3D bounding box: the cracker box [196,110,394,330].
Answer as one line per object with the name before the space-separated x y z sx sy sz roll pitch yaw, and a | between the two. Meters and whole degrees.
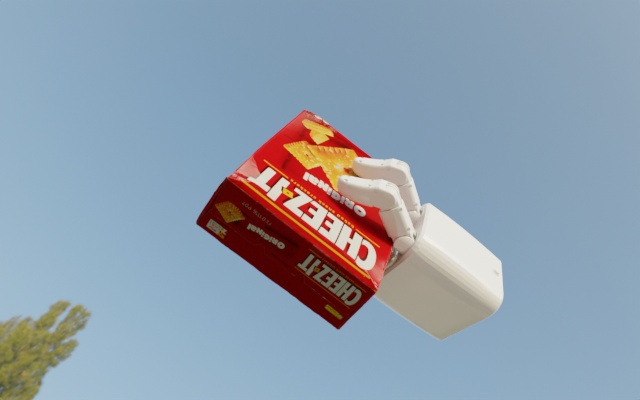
cracker box | 0.000 0.002 0.501 0.164 0.072 0.213 37 31 -2
